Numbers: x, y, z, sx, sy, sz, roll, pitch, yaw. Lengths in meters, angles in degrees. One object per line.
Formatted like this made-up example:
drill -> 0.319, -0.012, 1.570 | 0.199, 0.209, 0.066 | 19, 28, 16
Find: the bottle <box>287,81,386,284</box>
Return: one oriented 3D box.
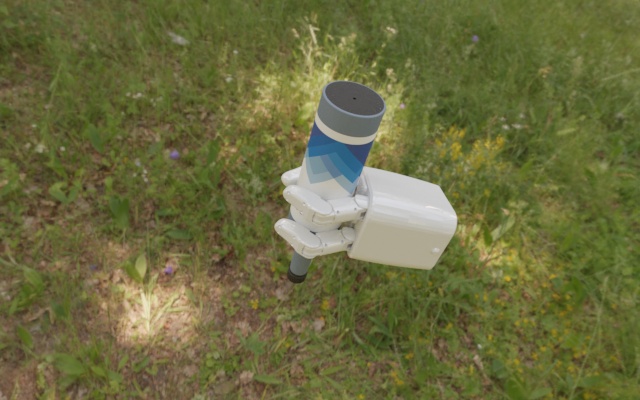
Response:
bottle -> 0.000, 0.002, 0.576 | 0.069, 0.296, 0.069 | 10, 42, -9
